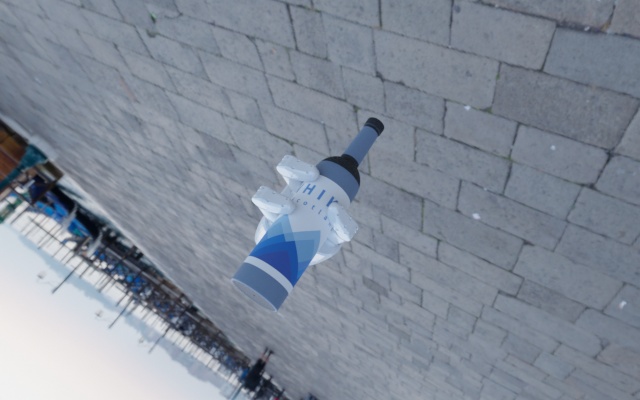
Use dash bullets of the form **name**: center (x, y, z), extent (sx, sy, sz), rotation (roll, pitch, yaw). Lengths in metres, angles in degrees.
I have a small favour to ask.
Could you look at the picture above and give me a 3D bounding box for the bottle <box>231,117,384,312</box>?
- **bottle**: center (0.000, 0.002, 0.619), extent (0.069, 0.295, 0.069), rotation (29, -24, 14)
